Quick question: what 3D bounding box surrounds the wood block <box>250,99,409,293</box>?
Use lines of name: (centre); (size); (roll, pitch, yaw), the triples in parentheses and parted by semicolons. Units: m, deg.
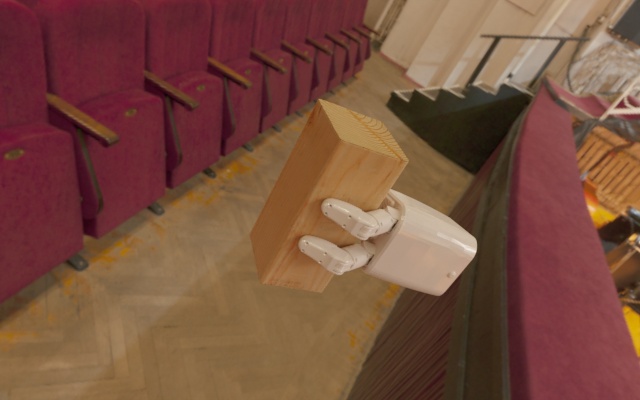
wood block: (0.000, 0.002, 0.561); (0.090, 0.206, 0.090); (14, 32, -27)
